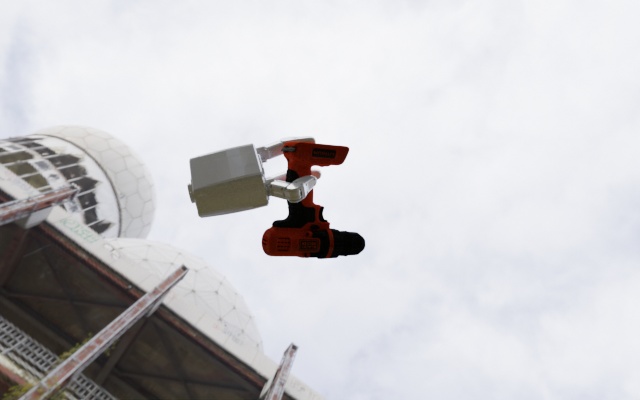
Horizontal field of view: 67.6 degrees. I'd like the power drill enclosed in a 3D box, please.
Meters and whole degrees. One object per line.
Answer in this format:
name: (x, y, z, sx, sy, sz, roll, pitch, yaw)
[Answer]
power drill: (0.000, 0.002, 0.773, 0.184, 0.187, 0.057, 3, 3, -30)
